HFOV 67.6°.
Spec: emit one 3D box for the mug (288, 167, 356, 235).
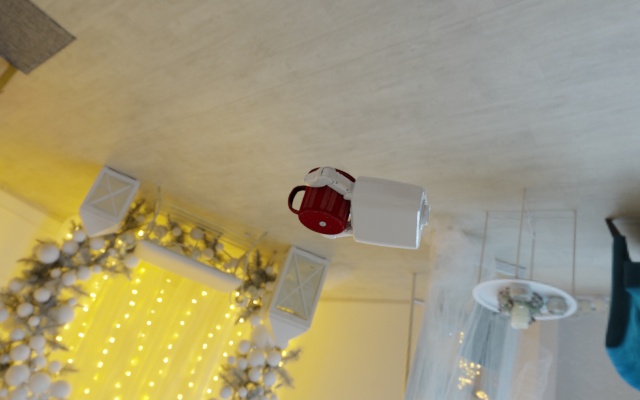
[{"bbox_3d":[-0.001,0.003,0.793,0.117,0.081,0.093,7,-30,18],"label":"mug"}]
